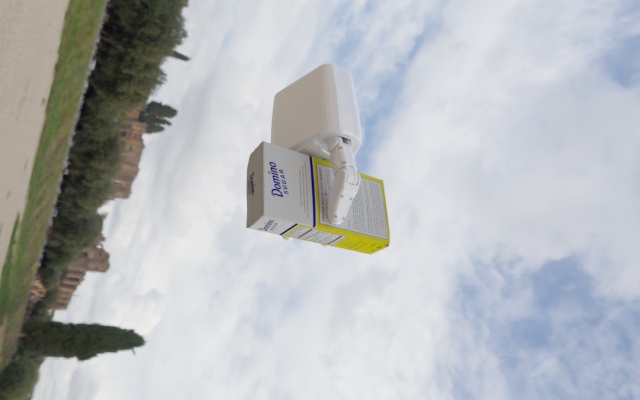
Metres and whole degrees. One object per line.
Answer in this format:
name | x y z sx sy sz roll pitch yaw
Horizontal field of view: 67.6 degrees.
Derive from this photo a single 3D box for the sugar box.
sugar box | 0.000 0.002 0.556 0.176 0.093 0.048 15 -32 -30
